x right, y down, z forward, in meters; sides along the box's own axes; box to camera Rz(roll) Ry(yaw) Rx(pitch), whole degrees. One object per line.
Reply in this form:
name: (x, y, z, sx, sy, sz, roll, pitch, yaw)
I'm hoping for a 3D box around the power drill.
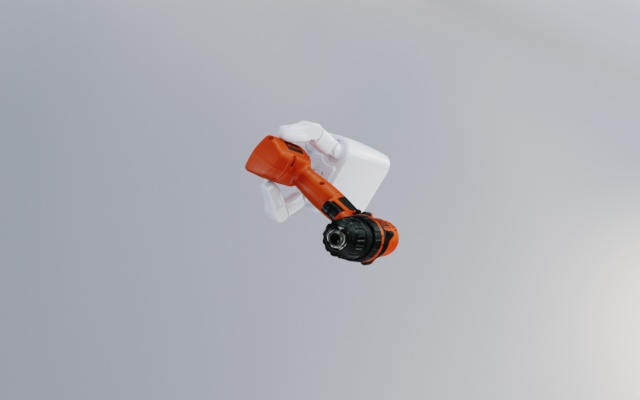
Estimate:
power drill: (0.000, 0.002, 0.558, 0.187, 0.057, 0.184, 43, 10, 20)
